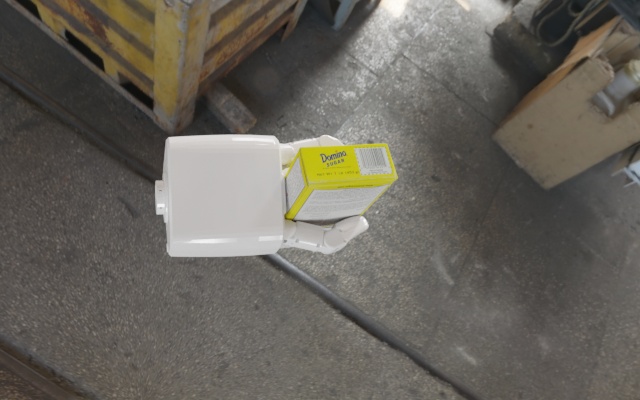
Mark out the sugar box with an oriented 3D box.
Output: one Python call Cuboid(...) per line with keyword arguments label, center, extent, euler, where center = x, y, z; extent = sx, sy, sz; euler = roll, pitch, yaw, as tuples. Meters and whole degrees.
Cuboid(label="sugar box", center=(0.000, 0.001, 0.508), extent=(0.093, 0.048, 0.176), euler=(-4, -20, -22))
